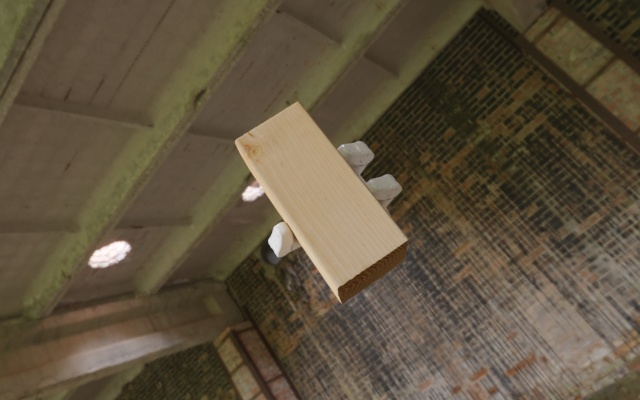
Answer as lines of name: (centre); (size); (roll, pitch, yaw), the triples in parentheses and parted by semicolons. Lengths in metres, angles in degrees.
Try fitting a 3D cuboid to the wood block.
wood block: (0.000, 0.002, 0.548); (0.091, 0.206, 0.090); (-34, -21, -8)
